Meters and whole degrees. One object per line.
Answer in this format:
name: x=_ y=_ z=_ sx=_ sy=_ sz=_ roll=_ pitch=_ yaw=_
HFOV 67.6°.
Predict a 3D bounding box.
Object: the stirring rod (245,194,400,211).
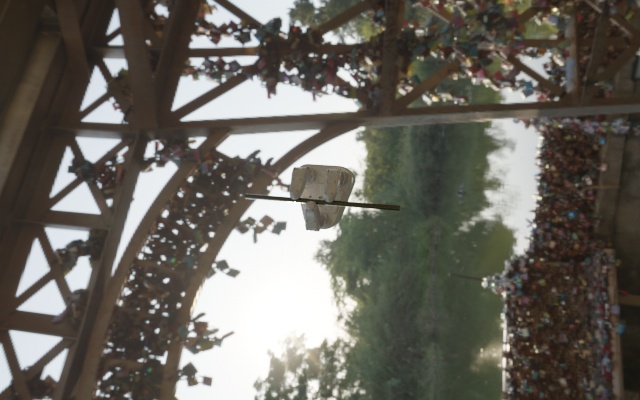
stirring rod: x=0.000 y=0.002 z=0.733 sx=0.239 sy=0.011 sz=0.011 roll=4 pitch=1 yaw=10
